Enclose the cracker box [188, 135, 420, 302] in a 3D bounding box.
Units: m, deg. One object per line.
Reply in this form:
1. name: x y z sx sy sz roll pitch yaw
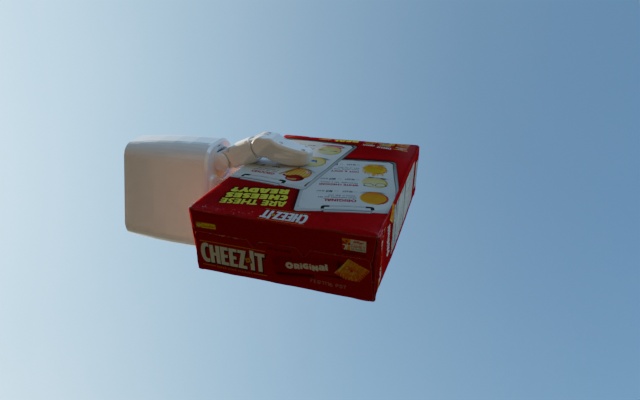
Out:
1. cracker box: 0.000 0.001 0.475 0.164 0.072 0.213 7 27 17
